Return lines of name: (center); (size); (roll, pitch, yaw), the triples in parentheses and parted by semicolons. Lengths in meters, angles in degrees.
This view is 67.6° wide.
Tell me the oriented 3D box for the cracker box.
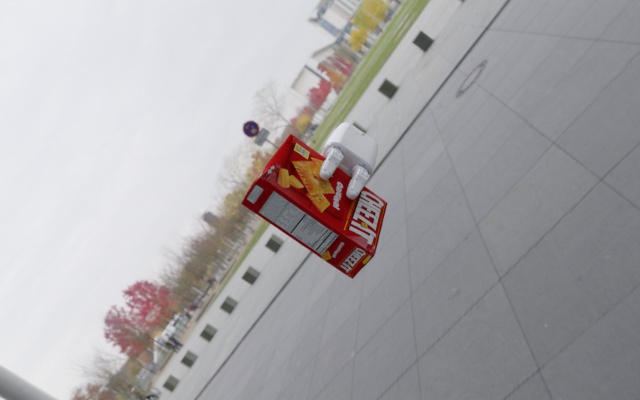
cracker box: (0.000, 0.003, 0.785); (0.214, 0.072, 0.164); (34, 34, -6)
